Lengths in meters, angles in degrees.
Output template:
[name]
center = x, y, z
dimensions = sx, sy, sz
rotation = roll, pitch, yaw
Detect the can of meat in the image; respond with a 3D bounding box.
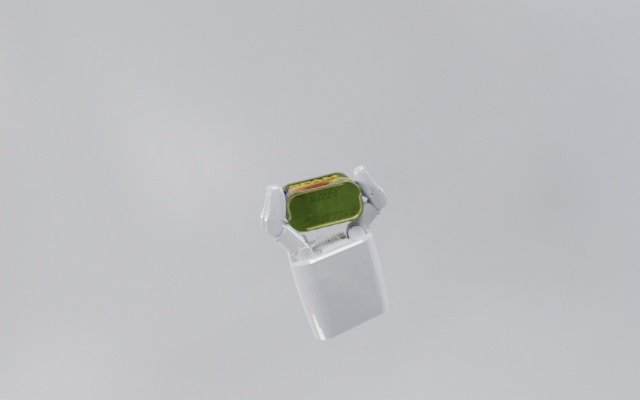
[can of meat]
center = 0.000, 0.002, 0.620
dimensions = 0.102, 0.057, 0.084
rotation = -14, 10, -5
